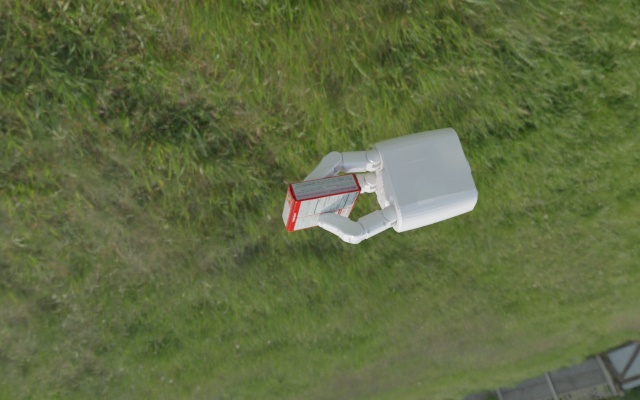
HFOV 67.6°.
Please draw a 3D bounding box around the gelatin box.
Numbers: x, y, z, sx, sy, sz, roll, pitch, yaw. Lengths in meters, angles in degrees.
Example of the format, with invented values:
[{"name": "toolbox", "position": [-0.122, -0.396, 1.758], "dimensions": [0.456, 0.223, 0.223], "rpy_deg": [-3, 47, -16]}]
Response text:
[{"name": "gelatin box", "position": [0.000, 0.002, 0.604], "dimensions": [0.089, 0.030, 0.073], "rpy_deg": [-11, -29, -19]}]
